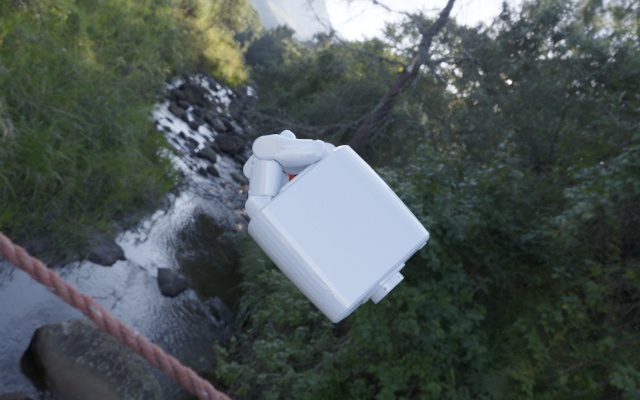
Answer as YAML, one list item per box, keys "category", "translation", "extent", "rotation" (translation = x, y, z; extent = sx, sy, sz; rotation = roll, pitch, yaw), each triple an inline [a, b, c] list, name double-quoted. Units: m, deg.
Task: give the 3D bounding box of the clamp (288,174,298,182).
- category: "clamp"
  translation: [0.000, 0.001, 0.521]
  extent: [0.039, 0.120, 0.171]
  rotation: [-43, -14, 8]
